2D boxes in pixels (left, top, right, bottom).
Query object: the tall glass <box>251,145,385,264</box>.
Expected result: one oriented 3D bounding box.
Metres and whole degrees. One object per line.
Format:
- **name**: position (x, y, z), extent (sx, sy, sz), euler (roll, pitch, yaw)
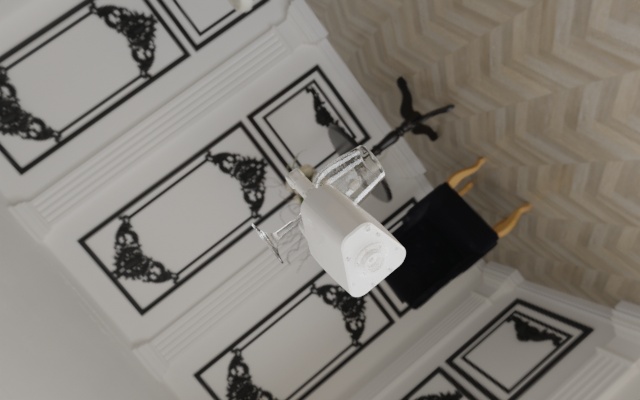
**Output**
- **tall glass**: position (-0.001, 0.003, 0.705), extent (0.201, 0.079, 0.079), euler (-38, 6, -7)
